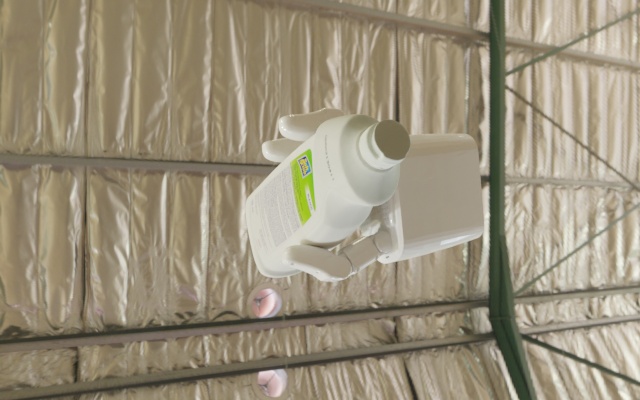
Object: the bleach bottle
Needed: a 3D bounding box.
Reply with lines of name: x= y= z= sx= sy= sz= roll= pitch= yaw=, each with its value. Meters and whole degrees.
bleach bottle: x=0.000 y=0.001 z=0.419 sx=0.068 sy=0.102 sz=0.251 roll=-10 pitch=-11 yaw=-26
